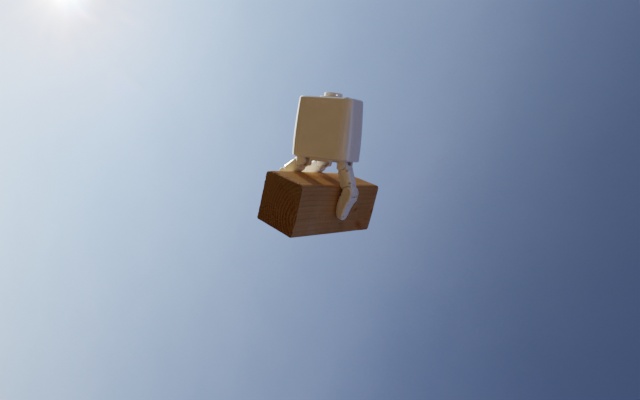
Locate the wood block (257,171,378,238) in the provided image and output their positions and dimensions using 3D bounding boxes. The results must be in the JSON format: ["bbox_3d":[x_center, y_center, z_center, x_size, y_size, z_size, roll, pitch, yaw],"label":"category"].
[{"bbox_3d":[0.001,0.003,0.857,0.090,0.090,0.206,25,18,39],"label":"wood block"}]
